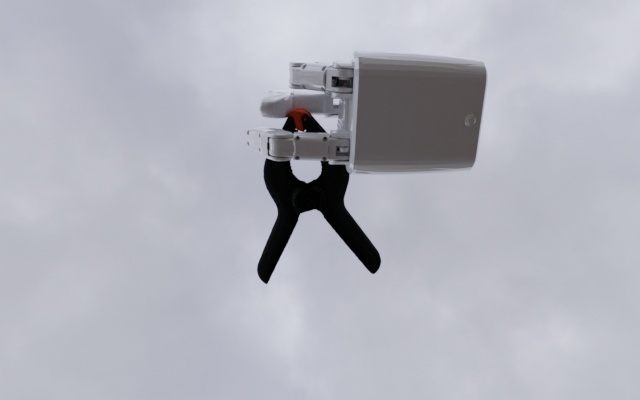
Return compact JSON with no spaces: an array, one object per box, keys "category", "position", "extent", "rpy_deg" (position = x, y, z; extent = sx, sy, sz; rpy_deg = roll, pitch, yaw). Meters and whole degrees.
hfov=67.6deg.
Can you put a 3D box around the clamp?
[{"category":"clamp","position":[0.000,0.001,0.448],"extent":[0.120,0.171,0.039],"rpy_deg":[0,19,-4]}]
